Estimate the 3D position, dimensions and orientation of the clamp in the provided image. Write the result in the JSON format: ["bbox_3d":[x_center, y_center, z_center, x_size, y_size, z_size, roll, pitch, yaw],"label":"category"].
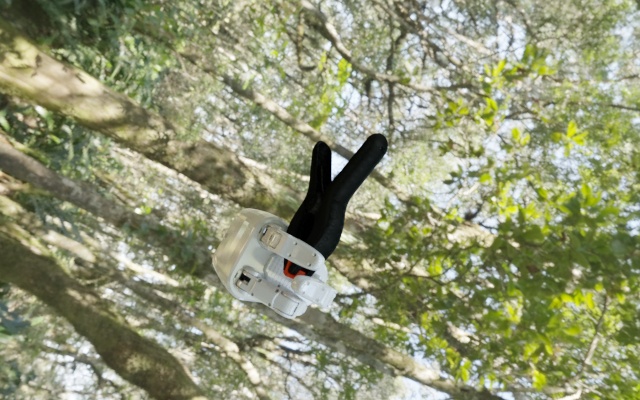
[{"bbox_3d":[0.001,0.002,0.517,0.039,0.171,0.120,31,-6,-24],"label":"clamp"}]
